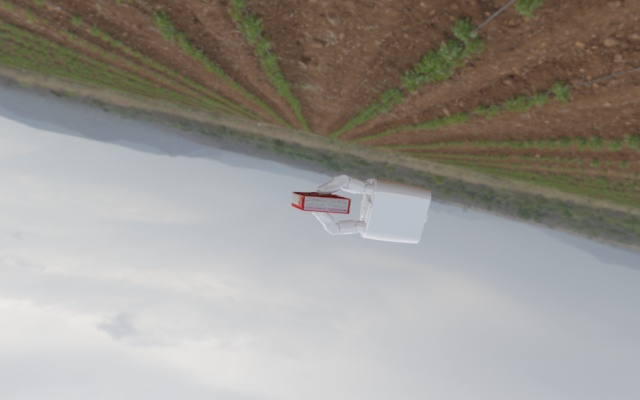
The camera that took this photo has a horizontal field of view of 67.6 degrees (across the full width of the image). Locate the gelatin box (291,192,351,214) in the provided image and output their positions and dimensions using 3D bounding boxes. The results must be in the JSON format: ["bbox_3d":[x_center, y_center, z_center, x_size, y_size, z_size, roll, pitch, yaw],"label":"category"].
[{"bbox_3d":[0.000,0.003,0.852,0.089,0.030,0.073,4,5,-19],"label":"gelatin box"}]
